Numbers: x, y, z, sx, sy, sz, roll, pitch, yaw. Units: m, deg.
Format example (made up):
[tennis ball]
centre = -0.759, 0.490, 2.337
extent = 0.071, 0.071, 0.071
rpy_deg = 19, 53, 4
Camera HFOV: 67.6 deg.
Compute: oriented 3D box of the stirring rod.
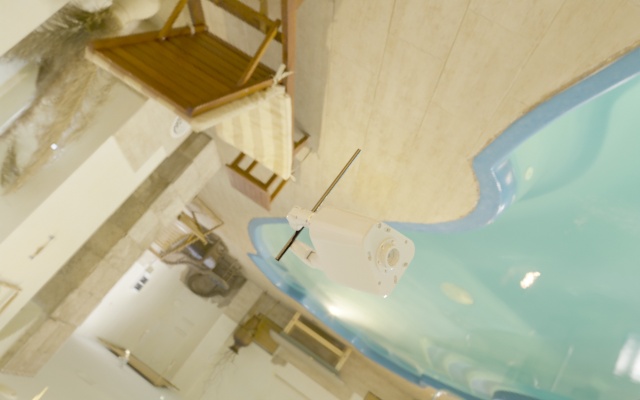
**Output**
[stirring rod]
centre = 0.000, 0.002, 0.785
extent = 0.011, 0.239, 0.011
rpy_deg = 32, -21, 14
